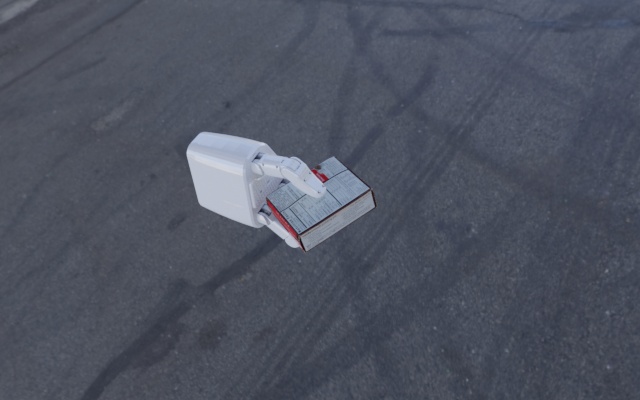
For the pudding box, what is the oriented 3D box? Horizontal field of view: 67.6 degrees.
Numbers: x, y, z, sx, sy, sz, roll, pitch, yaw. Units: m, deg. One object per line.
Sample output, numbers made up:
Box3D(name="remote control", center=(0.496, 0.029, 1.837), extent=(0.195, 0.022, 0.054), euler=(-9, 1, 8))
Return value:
Box3D(name="pudding box", center=(0.000, 0.002, 0.605), extent=(0.113, 0.039, 0.090), euler=(-33, 48, -12))
